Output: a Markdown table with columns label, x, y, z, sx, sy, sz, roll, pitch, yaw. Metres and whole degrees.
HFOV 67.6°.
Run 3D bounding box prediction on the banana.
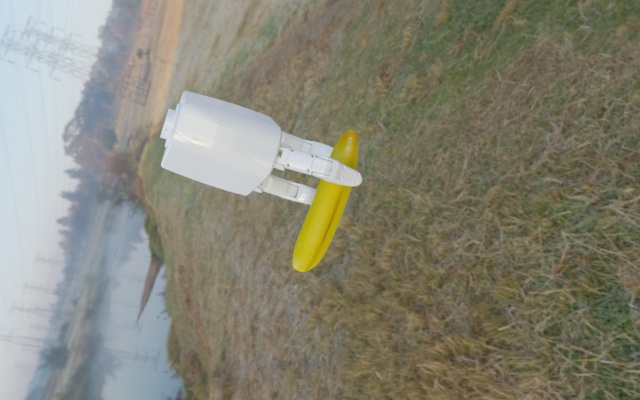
| label | x | y | z | sx | sy | sz | roll | pitch | yaw |
| --- | --- | --- | --- | --- | --- | --- | --- | --- | --- |
| banana | 0.002 | 0.013 | 0.569 | 0.037 | 0.198 | 0.069 | 16 | 22 | -17 |
